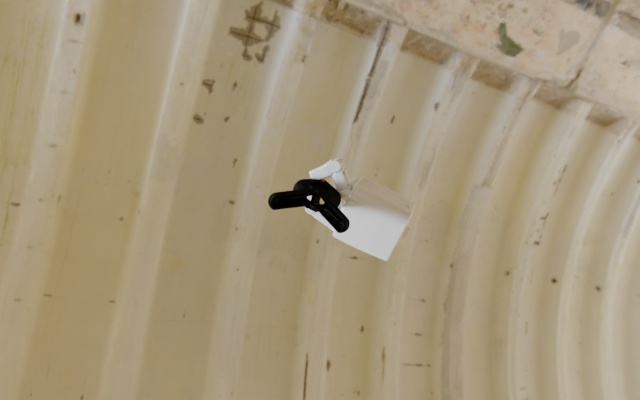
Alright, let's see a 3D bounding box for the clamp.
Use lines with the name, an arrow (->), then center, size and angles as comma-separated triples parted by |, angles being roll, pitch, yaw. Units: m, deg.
clamp -> 0.000, 0.003, 0.741 | 0.120, 0.039, 0.171 | 28, 21, 7
